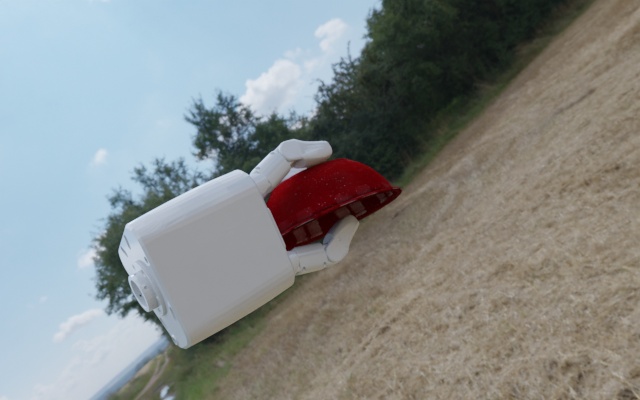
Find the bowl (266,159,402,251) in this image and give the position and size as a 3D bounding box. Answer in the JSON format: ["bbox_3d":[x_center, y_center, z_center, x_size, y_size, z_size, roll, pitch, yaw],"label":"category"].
[{"bbox_3d":[0.001,0.001,0.497,0.162,0.055,0.162,-23,-11,-5],"label":"bowl"}]
